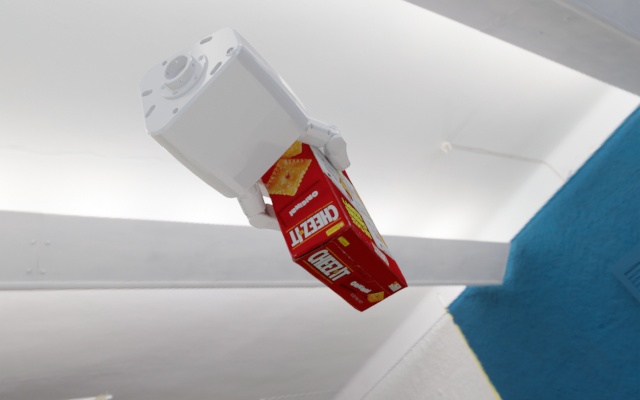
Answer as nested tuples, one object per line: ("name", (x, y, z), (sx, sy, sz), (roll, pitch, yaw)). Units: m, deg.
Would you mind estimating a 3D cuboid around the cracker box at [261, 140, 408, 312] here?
("cracker box", (0.000, 0.002, 0.542), (0.072, 0.213, 0.164), (-33, -40, 10))
